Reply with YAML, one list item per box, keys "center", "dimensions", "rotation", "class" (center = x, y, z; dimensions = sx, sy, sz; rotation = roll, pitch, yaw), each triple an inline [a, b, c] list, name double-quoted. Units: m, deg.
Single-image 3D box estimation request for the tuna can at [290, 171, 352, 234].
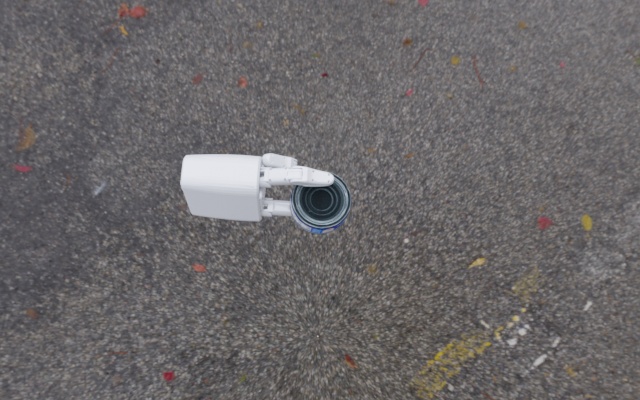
- center: [0.000, 0.002, 0.671]
  dimensions: [0.086, 0.086, 0.034]
  rotation: [0, -15, -6]
  class: "tuna can"
